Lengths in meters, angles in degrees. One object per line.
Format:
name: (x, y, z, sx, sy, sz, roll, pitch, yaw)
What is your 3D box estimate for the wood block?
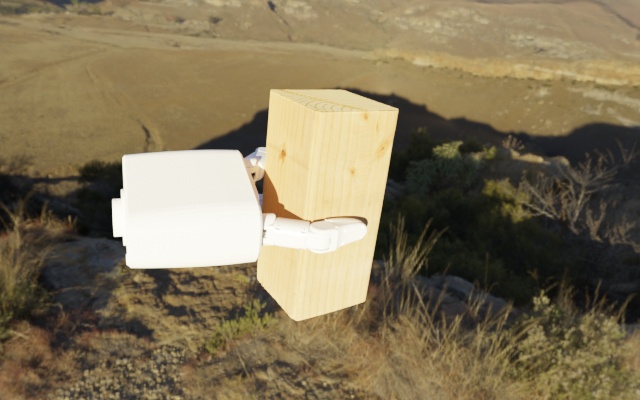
wood block: (0.000, 0.002, 0.477, 0.090, 0.206, 0.090, -8, 27, -32)
